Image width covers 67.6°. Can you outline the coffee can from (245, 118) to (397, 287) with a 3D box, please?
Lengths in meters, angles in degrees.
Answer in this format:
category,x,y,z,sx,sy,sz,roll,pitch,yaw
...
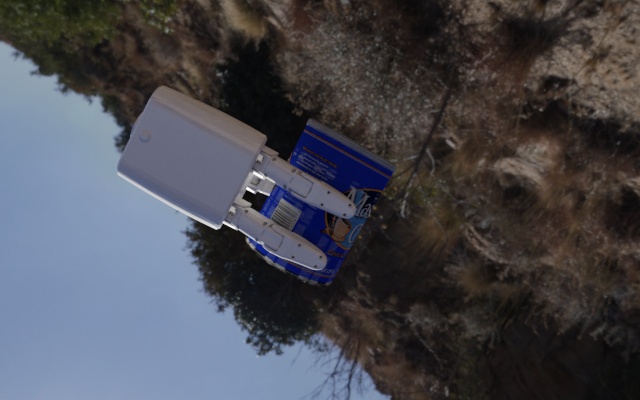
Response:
category,x,y,z,sx,sy,sz,roll,pitch,yaw
coffee can,0.000,0.002,0.494,0.103,0.140,0.103,29,6,-4
